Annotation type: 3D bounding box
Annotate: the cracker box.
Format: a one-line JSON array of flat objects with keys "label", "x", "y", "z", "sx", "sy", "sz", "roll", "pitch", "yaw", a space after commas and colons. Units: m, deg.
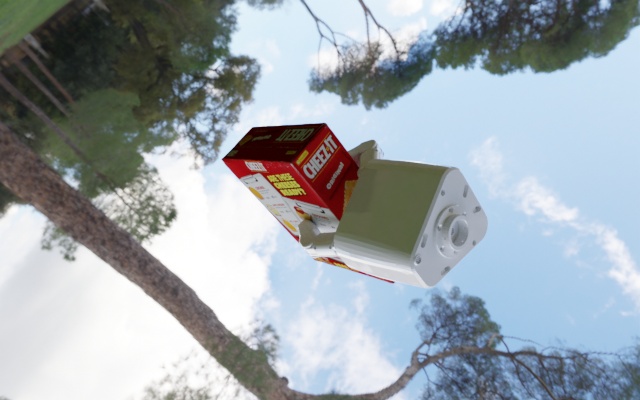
[{"label": "cracker box", "x": 0.000, "y": 0.002, "z": 0.600, "sx": 0.164, "sy": 0.072, "sz": 0.214, "roll": 8, "pitch": -36, "yaw": 52}]
